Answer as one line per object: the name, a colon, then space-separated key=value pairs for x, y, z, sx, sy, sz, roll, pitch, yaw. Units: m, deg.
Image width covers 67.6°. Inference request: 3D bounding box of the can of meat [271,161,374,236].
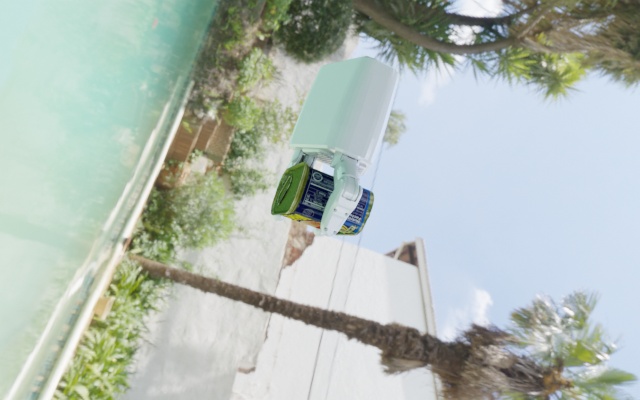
can of meat: x=0.000 y=0.002 z=0.528 sx=0.084 sy=0.057 sz=0.102 roll=20 pitch=-9 yaw=-16
